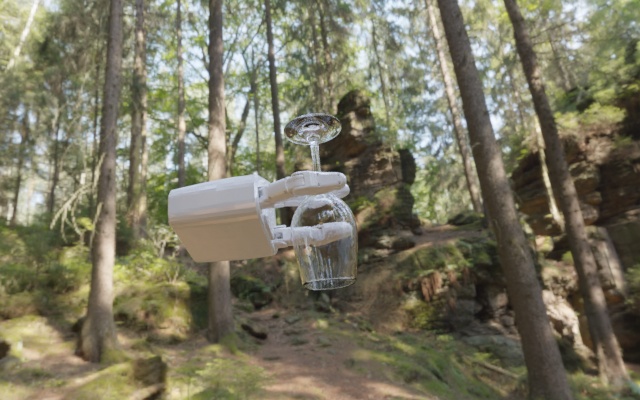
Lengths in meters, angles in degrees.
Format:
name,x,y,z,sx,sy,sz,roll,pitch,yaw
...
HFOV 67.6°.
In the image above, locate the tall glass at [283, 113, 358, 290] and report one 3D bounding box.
name,x,y,z,sx,sy,sz,roll,pitch,yaw
tall glass,0.000,0.001,0.570,0.079,0.201,0.079,-6,-21,-2
